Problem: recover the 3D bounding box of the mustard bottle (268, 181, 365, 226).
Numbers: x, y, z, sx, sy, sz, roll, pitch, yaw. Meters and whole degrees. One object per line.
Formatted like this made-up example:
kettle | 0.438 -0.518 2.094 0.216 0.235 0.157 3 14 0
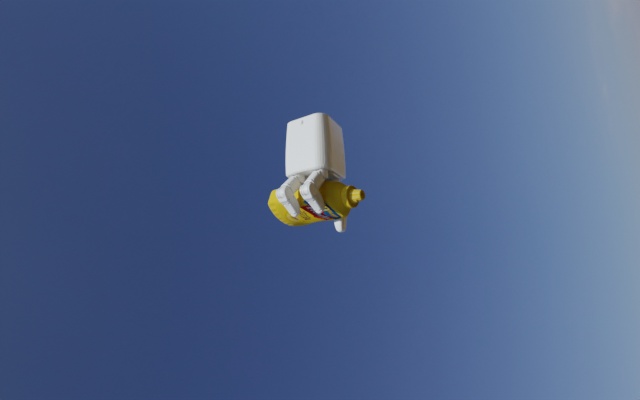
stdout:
mustard bottle | 0.000 0.003 0.894 0.191 0.058 0.096 -11 -39 38
